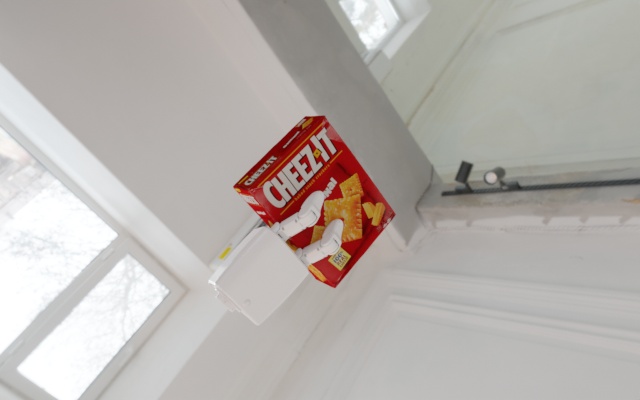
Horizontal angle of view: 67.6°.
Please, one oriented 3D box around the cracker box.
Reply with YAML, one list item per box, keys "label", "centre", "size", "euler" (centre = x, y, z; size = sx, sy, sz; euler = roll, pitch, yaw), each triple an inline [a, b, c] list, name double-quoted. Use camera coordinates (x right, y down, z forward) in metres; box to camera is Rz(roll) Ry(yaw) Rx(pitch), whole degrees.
- label: "cracker box"
  centre: [0.000, 0.003, 0.737]
  size: [0.164, 0.214, 0.072]
  euler: [-47, 26, -18]
